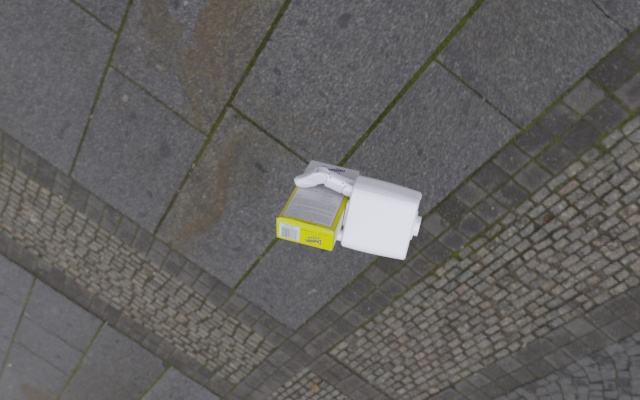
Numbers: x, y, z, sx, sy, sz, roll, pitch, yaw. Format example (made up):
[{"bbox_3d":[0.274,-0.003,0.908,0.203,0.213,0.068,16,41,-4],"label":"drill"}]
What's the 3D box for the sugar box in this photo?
[{"bbox_3d":[0.000,0.003,0.788,0.093,0.048,0.176,14,36,11],"label":"sugar box"}]
